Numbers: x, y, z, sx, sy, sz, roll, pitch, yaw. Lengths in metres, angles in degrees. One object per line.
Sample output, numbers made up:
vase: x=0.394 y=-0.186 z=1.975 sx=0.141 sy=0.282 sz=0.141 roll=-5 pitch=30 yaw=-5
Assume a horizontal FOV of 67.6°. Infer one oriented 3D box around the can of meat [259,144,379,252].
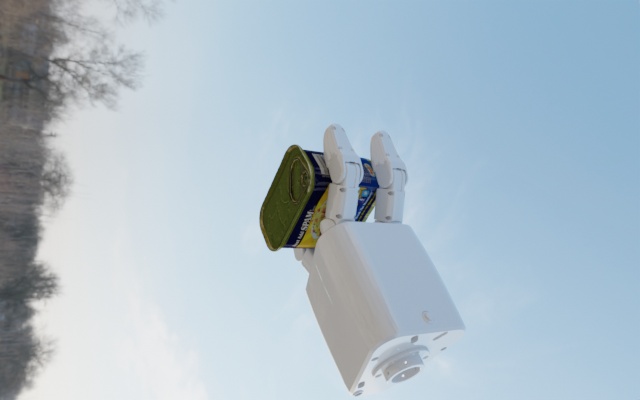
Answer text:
can of meat: x=0.000 y=0.002 z=0.457 sx=0.084 sy=0.102 sz=0.057 roll=4 pitch=40 yaw=-32
